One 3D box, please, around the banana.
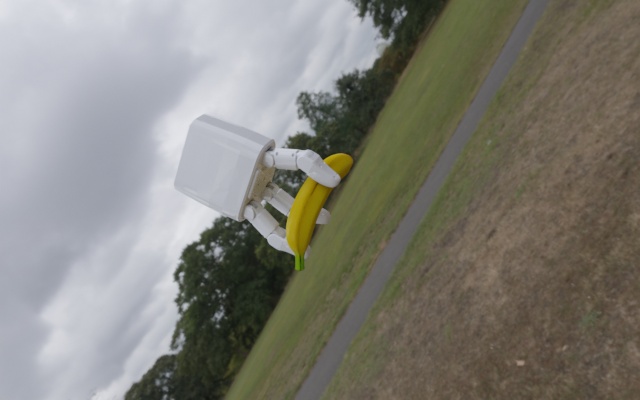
[{"bbox_3d":[-0.003,-0.006,0.636,0.037,0.197,0.070,17,-33,17],"label":"banana"}]
